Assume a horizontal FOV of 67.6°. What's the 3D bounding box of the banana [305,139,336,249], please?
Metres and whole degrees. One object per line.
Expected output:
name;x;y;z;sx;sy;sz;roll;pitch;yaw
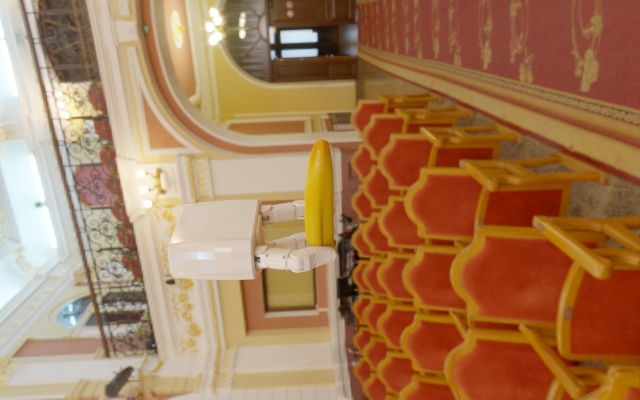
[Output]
banana;0.000;0.018;0.604;0.037;0.069;0.198;0;-44;3
